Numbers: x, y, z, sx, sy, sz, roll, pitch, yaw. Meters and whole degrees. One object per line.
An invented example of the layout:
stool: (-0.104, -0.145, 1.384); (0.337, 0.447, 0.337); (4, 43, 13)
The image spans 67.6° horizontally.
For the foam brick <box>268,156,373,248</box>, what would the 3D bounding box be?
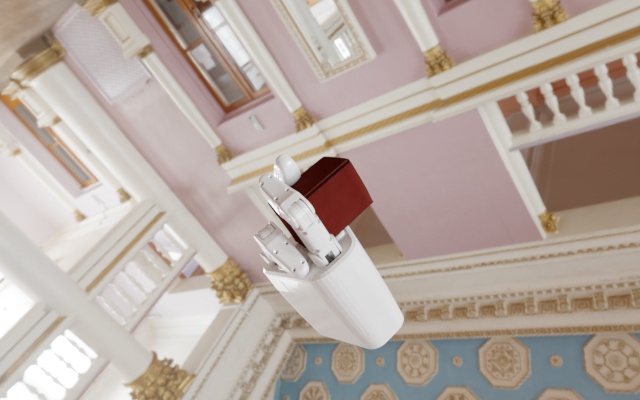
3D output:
foam brick: (0.000, 0.001, 0.457); (0.078, 0.051, 0.053); (-41, 23, -13)
